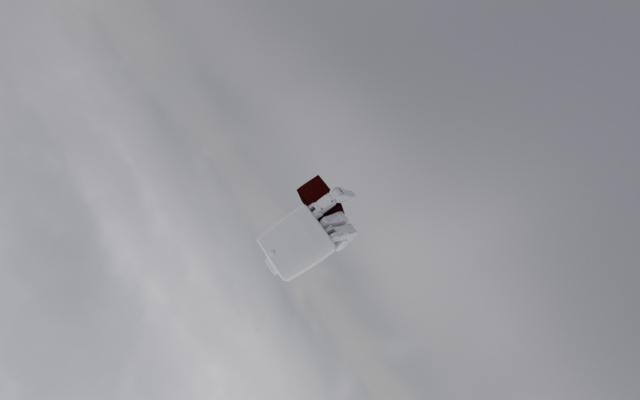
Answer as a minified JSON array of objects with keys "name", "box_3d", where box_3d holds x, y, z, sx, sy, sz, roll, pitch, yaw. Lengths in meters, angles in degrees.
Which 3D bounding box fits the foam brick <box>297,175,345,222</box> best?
[{"name":"foam brick","box_3d":[0.000,0.003,0.882,0.051,0.078,0.053,-35,-26,-6]}]
